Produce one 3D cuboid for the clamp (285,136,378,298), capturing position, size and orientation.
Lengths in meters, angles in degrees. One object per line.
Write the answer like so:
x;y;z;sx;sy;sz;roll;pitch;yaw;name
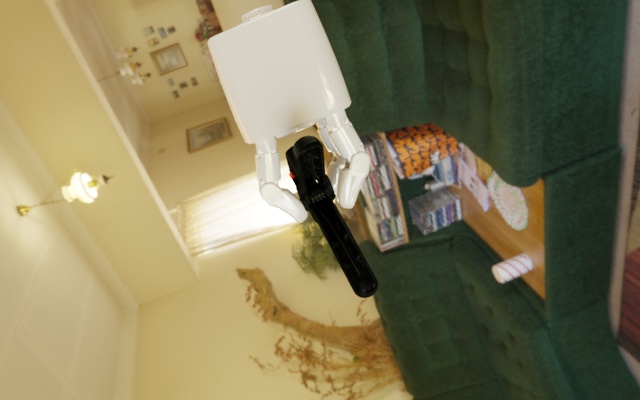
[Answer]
-0.001;0.002;0.504;0.036;0.164;0.210;-24;15;-5;clamp
